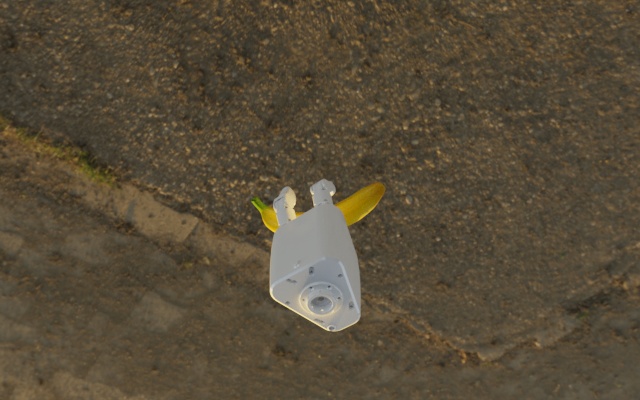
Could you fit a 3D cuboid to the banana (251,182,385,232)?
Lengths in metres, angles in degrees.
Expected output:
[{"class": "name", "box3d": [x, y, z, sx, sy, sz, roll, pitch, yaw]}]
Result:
[{"class": "banana", "box3d": [0.000, 0.019, 0.702, 0.198, 0.070, 0.037, -7, 27, 5]}]
